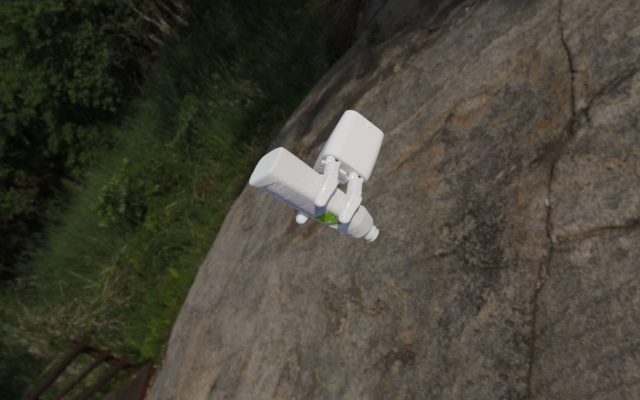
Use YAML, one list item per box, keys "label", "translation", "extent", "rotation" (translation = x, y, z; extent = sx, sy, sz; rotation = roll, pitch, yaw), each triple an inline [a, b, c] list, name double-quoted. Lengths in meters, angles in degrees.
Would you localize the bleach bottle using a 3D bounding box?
- label: "bleach bottle"
  translation: [0.000, 0.003, 0.873]
  extent: [0.251, 0.068, 0.102]
  rotation: [34, -25, -22]
